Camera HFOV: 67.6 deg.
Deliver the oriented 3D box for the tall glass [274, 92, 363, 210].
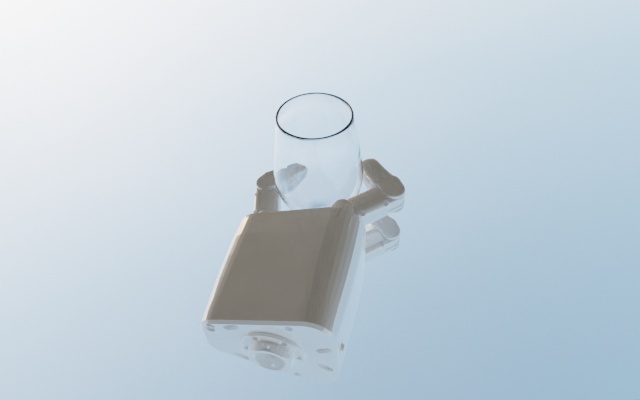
[{"bbox_3d":[0.000,0.002,0.445,0.079,0.079,0.201,0,-44,4],"label":"tall glass"}]
